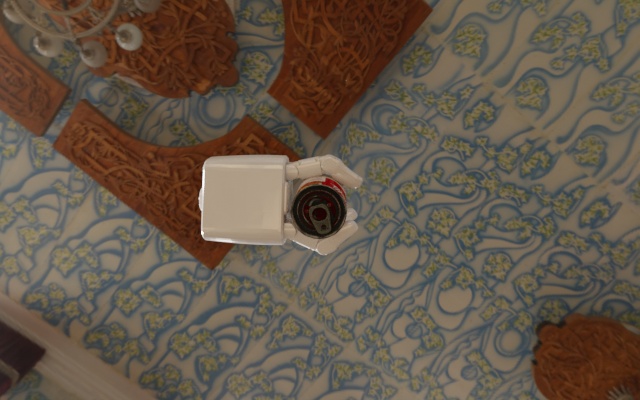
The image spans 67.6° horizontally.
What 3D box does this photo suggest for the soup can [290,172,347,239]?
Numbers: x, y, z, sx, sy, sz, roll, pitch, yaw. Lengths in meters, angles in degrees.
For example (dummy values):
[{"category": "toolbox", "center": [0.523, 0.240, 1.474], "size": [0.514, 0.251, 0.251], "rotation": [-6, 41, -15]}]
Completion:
[{"category": "soup can", "center": [0.001, 0.002, 0.618], "size": [0.068, 0.068, 0.102], "rotation": [0, 14, 3]}]
